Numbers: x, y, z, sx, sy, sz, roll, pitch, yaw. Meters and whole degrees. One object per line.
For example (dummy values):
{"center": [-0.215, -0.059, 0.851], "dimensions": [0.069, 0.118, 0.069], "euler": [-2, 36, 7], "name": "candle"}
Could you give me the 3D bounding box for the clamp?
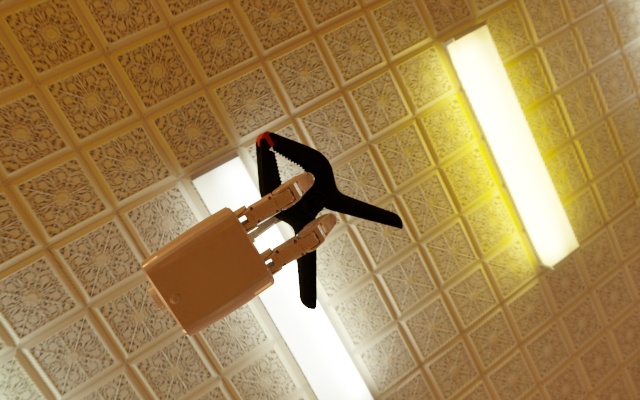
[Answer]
{"center": [-0.001, 0.002, 0.574], "dimensions": [0.164, 0.210, 0.036], "euler": [-33, 13, -19], "name": "clamp"}
